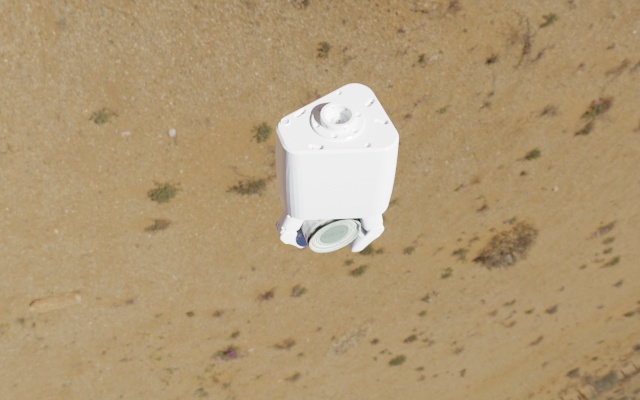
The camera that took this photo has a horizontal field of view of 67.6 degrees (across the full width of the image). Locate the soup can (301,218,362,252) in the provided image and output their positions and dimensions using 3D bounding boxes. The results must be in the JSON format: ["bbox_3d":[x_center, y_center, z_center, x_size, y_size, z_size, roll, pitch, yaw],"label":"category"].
[{"bbox_3d":[0.000,0.002,0.570,0.068,0.102,0.069,-17,-33,-11],"label":"soup can"}]
